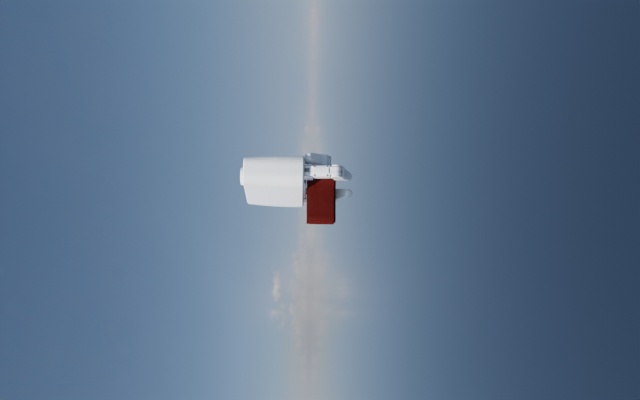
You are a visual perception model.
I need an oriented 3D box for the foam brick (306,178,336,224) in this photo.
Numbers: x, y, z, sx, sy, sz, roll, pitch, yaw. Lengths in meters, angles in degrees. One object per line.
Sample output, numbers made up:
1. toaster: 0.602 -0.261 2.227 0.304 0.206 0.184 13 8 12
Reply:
1. foam brick: 0.000 0.003 0.857 0.051 0.078 0.053 1 -10 -3
